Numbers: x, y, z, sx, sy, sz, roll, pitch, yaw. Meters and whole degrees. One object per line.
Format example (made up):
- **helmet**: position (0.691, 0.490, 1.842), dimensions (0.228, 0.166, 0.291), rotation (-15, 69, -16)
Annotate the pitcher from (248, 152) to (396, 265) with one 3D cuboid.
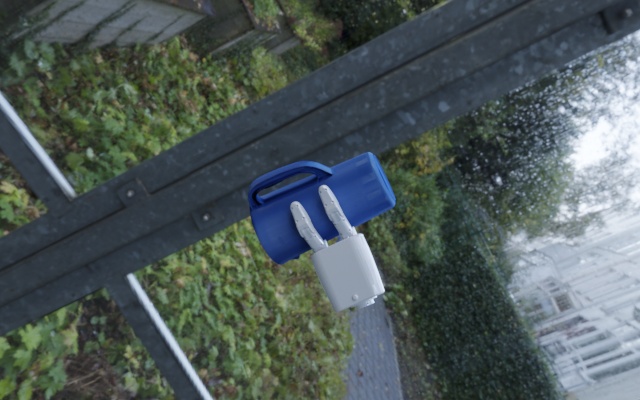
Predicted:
- **pitcher**: position (0.000, 0.003, 0.852), dimensions (0.243, 0.145, 0.149), rotation (-25, -13, 12)
